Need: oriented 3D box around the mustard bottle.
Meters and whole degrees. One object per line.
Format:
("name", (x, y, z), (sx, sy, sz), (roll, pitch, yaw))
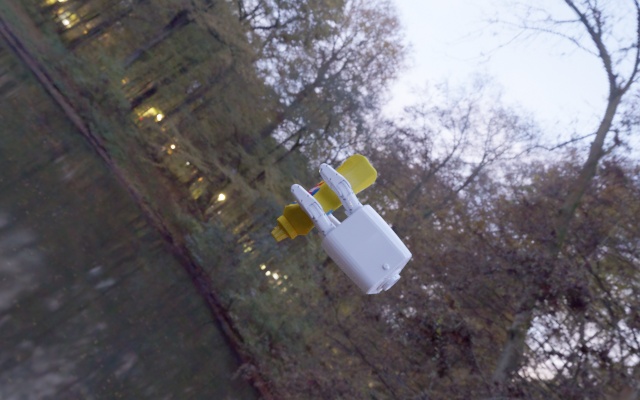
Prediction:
("mustard bottle", (0.000, 0.002, 0.782), (0.191, 0.058, 0.096), (-38, 5, -10))
